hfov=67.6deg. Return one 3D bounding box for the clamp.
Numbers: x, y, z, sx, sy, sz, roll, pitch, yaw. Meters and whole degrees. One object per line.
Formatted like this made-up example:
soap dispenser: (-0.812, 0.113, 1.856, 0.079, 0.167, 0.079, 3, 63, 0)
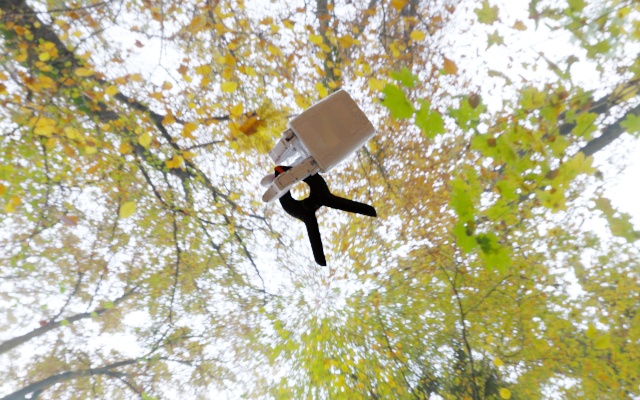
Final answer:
clamp: (0.000, 0.002, 0.737, 0.120, 0.171, 0.039, -35, -9, -7)
